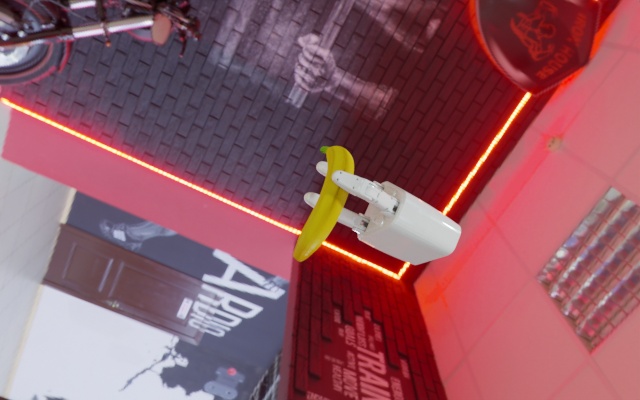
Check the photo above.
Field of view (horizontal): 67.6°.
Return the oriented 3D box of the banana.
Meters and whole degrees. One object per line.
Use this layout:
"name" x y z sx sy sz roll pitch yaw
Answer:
"banana" 0.011 -0.007 0.657 0.037 0.197 0.070 31 -37 -21
